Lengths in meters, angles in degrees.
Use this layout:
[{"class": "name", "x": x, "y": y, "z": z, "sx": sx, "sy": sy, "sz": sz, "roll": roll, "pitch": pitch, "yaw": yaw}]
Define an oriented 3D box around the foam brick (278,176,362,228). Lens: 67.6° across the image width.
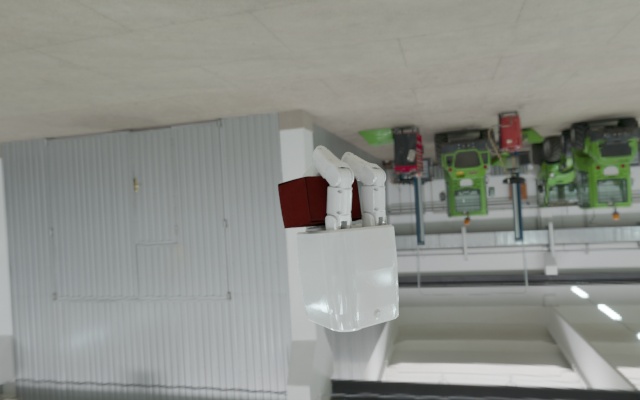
[{"class": "foam brick", "x": 0.000, "y": 0.002, "z": 0.540, "sx": 0.078, "sy": 0.051, "sz": 0.053, "roll": -2, "pitch": -7, "yaw": -39}]
